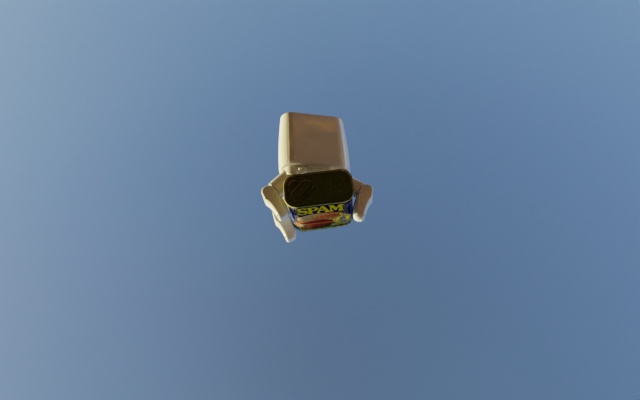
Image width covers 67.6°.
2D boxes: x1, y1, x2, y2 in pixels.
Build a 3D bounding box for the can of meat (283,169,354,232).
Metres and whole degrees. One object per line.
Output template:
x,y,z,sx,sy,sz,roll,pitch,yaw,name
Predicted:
0.000,0.003,0.725,0.102,0.057,0.084,-7,-30,1,can of meat
